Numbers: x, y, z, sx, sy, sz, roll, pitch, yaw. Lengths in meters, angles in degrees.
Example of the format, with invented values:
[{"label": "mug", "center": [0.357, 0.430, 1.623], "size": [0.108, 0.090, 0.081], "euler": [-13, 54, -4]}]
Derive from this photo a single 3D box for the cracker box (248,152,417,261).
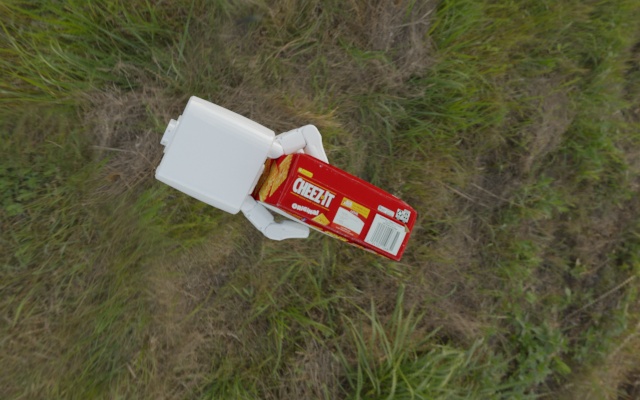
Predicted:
[{"label": "cracker box", "center": [0.000, 0.002, 0.622], "size": [0.164, 0.072, 0.213], "euler": [25, -5, -19]}]
